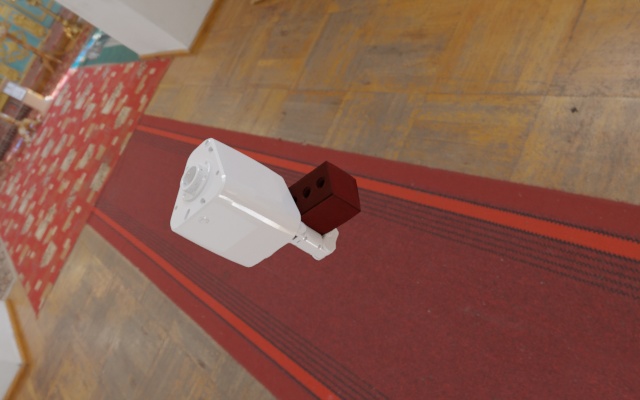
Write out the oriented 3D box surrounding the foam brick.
[{"bbox_3d":[0.000,0.002,0.561,0.078,0.053,0.051,-35,-48,28],"label":"foam brick"}]
